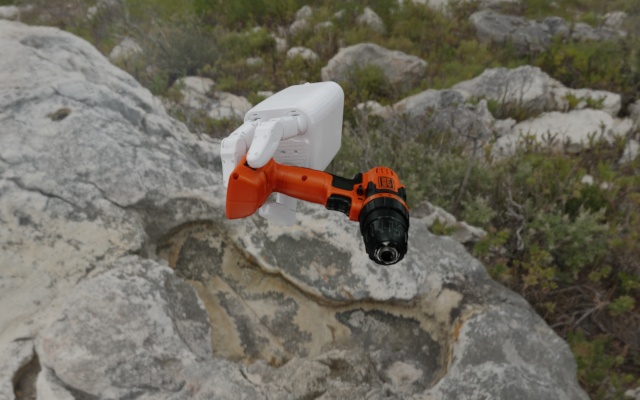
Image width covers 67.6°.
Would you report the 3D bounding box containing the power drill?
[{"bbox_3d":[0.000,0.001,0.506,0.187,0.057,0.184,11,22,1],"label":"power drill"}]
